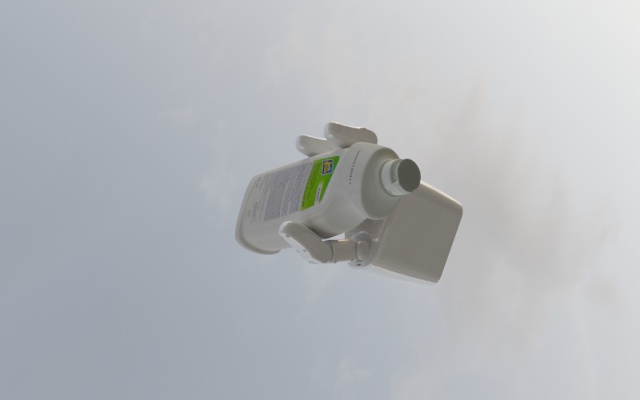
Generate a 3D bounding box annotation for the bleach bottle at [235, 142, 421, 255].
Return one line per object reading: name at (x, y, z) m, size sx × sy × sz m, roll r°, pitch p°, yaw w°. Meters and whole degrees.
bleach bottle at (0.000, 0.002, 0.498) m, size 0.068 × 0.102 × 0.251 m, roll 22°, pitch -19°, yaw -31°
